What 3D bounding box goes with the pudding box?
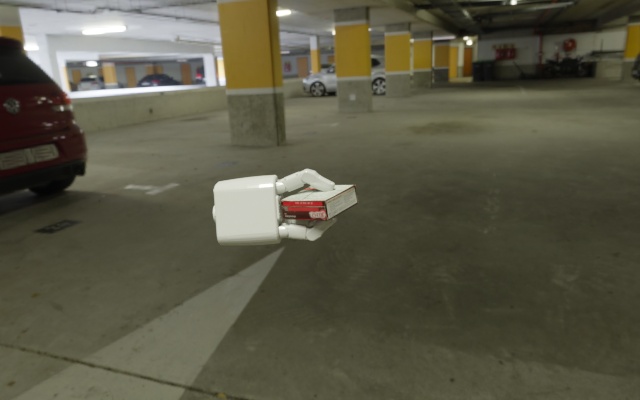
[{"bbox_3d":[0.000,0.003,0.820,0.090,0.039,0.113,2,18,32],"label":"pudding box"}]
